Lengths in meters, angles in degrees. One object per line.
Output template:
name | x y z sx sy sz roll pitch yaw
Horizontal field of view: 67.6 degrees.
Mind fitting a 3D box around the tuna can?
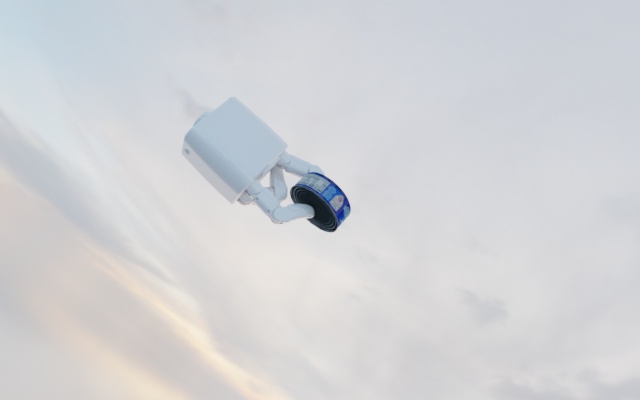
tuna can | 0.001 0.002 0.666 0.033 0.086 0.086 -46 23 -25
